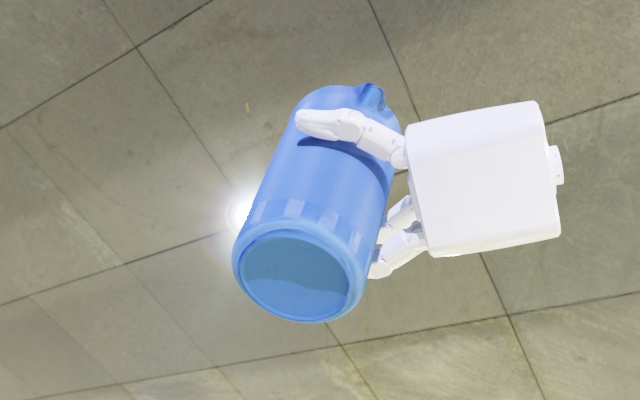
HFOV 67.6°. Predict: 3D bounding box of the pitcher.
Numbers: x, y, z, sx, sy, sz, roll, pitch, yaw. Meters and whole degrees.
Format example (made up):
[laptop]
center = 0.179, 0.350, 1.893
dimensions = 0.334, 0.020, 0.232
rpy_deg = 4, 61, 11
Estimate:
[pitcher]
center = 0.000, 0.001, 0.466
dimensions = 0.145, 0.149, 0.242
rpy_deg = -9, 31, 20
